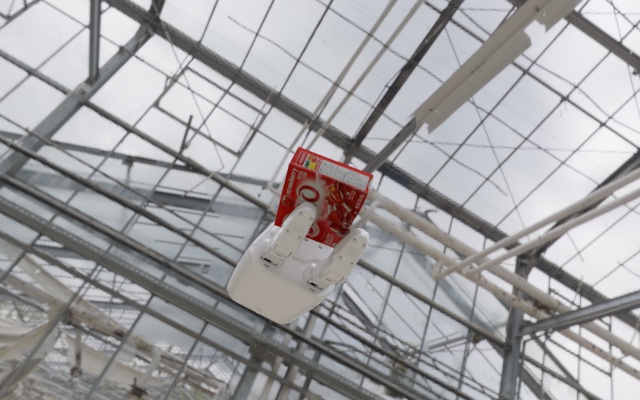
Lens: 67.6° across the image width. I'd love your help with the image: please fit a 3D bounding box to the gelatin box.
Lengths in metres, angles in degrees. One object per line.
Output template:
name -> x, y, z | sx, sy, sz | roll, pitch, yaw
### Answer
gelatin box -> 0.000, 0.001, 0.444 | 0.073, 0.030, 0.089 | 21, -44, 1
